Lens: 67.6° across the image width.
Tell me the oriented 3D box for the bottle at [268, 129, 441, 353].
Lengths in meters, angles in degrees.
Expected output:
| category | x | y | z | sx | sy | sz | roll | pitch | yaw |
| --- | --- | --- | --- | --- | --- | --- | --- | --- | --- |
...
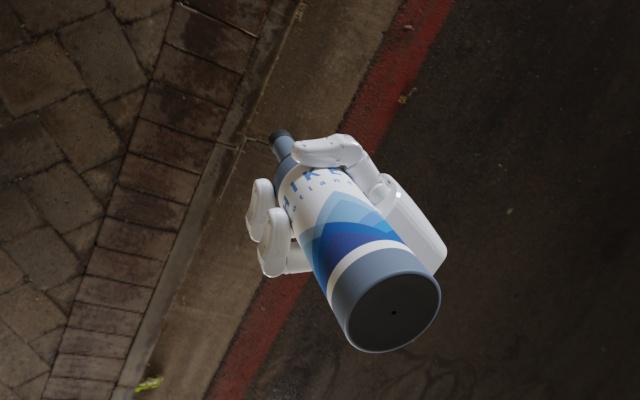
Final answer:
| category | x | y | z | sx | sy | sz | roll | pitch | yaw |
| --- | --- | --- | --- | --- | --- | --- | --- | --- | --- |
| bottle | 0.000 | 0.001 | 0.418 | 0.069 | 0.069 | 0.295 | 0 | 28 | -21 |
